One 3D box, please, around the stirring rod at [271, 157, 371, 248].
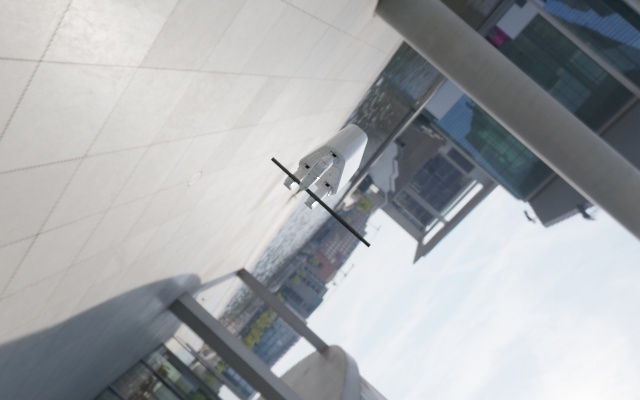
[{"bbox_3d":[0.000,0.003,0.872,0.239,0.011,0.011,42,2,3],"label":"stirring rod"}]
